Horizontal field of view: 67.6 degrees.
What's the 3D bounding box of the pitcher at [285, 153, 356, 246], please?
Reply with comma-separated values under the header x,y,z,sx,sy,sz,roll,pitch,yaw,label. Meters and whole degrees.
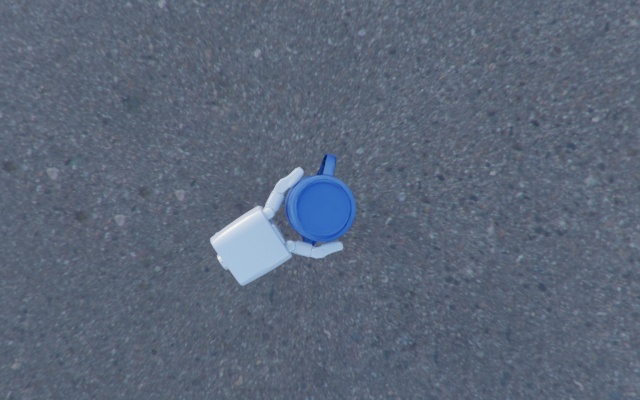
x,y,z,sx,sy,sz,roll,pitch,yaw,label
0.000,0.003,0.877,0.145,0.149,0.243,-30,1,-3,pitcher
